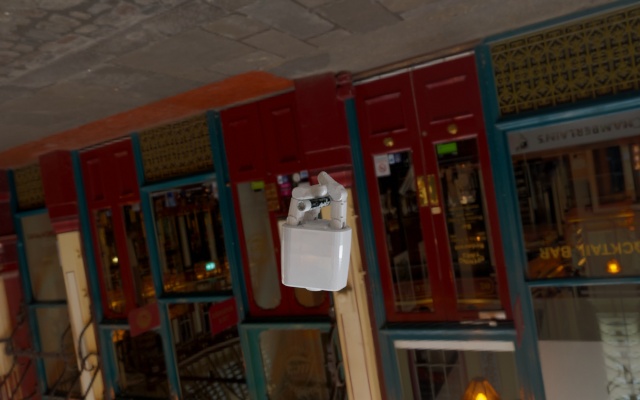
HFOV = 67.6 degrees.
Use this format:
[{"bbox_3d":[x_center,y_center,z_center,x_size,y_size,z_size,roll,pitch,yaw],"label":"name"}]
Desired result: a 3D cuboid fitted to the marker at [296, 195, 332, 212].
[{"bbox_3d":[0.000,0.002,0.780,0.020,0.020,0.121,0,6,30],"label":"marker"}]
